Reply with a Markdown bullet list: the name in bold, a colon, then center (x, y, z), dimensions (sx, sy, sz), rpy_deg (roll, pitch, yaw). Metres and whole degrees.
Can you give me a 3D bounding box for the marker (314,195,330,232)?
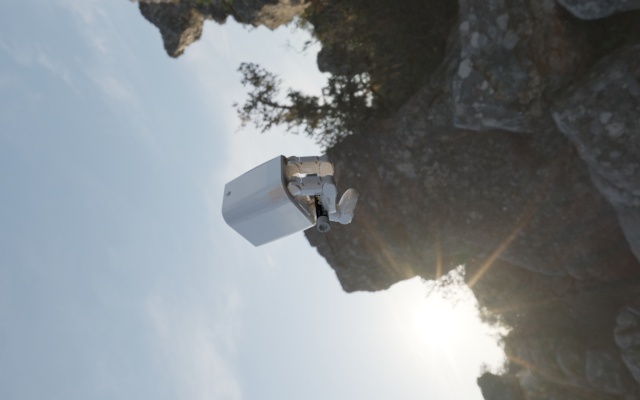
- **marker**: center (0.000, 0.002, 0.724), dimensions (0.020, 0.020, 0.121), rpy_deg (0, 37, -5)
